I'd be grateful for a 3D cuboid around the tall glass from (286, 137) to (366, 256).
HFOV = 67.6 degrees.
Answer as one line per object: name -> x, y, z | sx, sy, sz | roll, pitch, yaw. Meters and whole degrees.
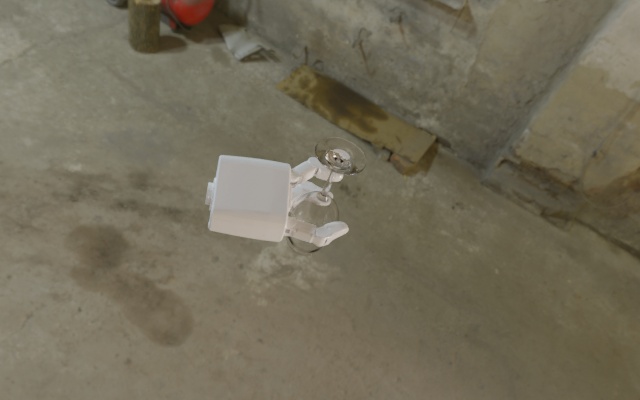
tall glass -> 0.000, 0.002, 0.727 | 0.079, 0.079, 0.201 | 0, -41, -21
